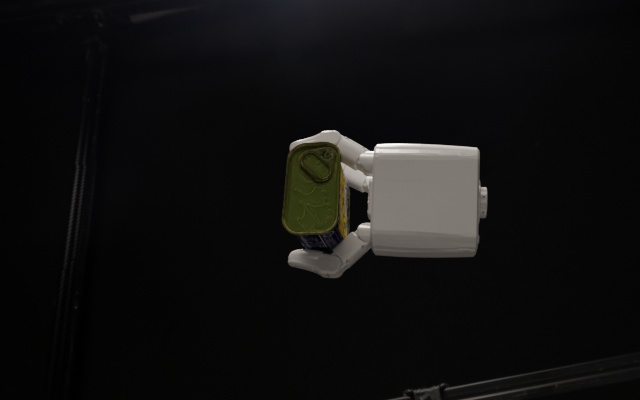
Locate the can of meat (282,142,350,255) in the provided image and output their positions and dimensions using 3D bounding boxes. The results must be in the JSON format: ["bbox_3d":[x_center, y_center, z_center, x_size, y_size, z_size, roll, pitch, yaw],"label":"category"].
[{"bbox_3d":[0.000,0.002,0.515,0.057,0.102,0.084,-3,-23,12],"label":"can of meat"}]
